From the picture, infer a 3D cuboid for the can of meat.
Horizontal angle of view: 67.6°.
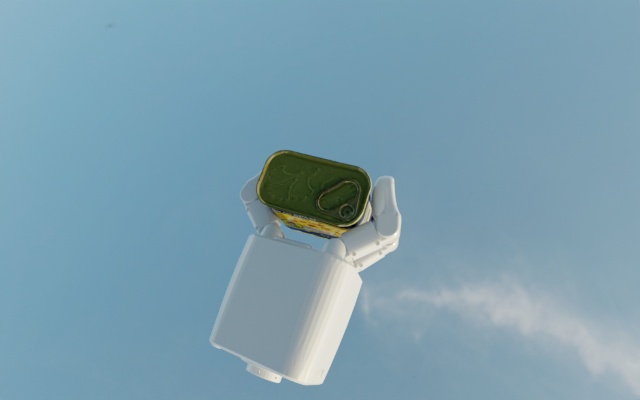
[{"bbox_3d":[0.000,0.002,0.461,0.102,0.057,0.084,14,-17,16],"label":"can of meat"}]
